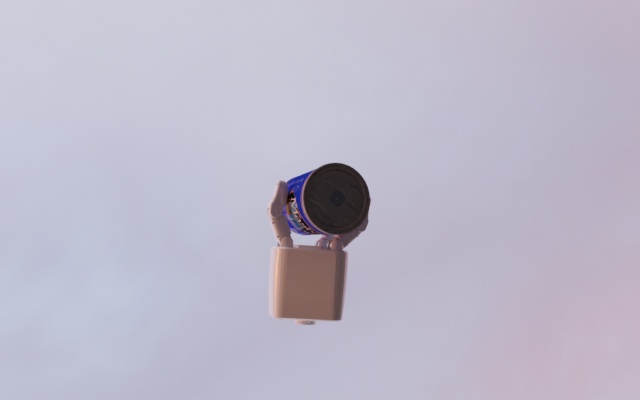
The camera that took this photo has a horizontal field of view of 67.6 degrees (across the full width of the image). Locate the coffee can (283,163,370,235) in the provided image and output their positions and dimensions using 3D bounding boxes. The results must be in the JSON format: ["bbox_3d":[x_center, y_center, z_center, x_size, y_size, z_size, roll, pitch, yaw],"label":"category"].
[{"bbox_3d":[0.000,0.002,0.736,0.103,0.103,0.140,0,-4,-20],"label":"coffee can"}]
